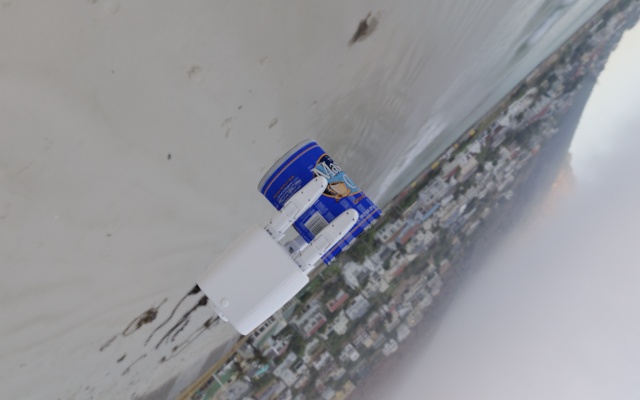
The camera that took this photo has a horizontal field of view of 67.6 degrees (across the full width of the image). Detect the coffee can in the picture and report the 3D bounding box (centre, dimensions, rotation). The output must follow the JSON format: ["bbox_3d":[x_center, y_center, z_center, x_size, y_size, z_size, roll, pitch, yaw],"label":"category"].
[{"bbox_3d":[0.000,0.002,0.639,0.103,0.140,0.103,-42,-6,-6],"label":"coffee can"}]
